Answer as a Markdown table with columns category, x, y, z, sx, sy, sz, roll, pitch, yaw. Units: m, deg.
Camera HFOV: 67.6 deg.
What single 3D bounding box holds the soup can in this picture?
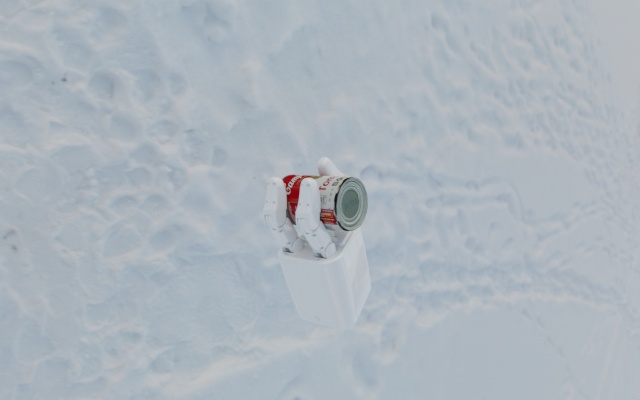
| category | x | y | z | sx | sy | sz | roll | pitch | yaw |
| --- | --- | --- | --- | --- | --- | --- | --- | --- | --- |
| soup can | 0.000 | 0.001 | 0.606 | 0.102 | 0.068 | 0.068 | 4 | 3 | 39 |
